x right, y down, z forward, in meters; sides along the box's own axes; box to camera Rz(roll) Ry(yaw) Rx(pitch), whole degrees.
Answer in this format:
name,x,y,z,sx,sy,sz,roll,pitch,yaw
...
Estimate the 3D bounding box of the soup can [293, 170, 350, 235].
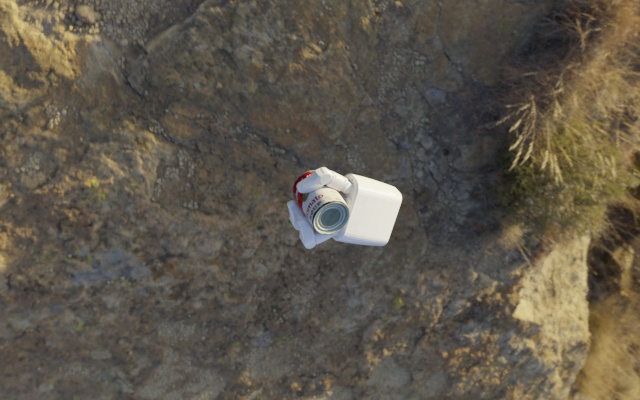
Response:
name,x,y,z,sx,sy,sz,roll,pitch,yaw
soup can,0.000,0.003,0.813,0.068,0.068,0.102,0,33,-25
